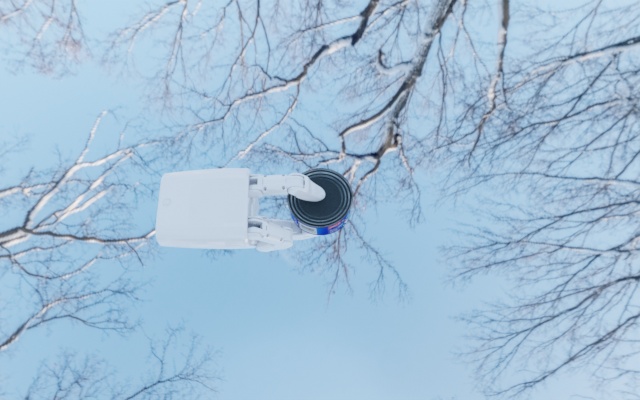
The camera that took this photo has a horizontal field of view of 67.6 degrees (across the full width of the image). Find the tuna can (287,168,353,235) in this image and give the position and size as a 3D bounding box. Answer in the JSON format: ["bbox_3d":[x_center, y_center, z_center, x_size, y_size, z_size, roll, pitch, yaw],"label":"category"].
[{"bbox_3d":[0.000,0.002,0.631,0.086,0.086,0.034,0,-26,3],"label":"tuna can"}]
